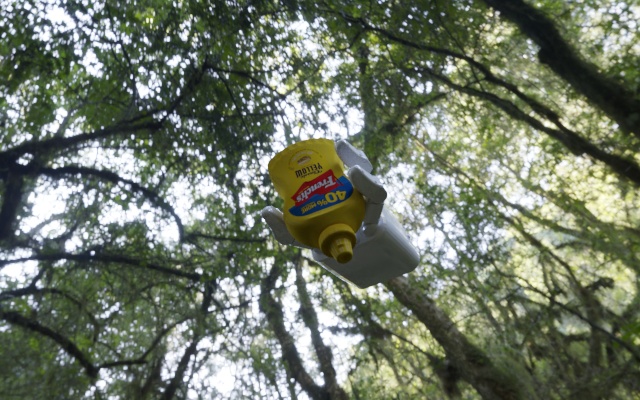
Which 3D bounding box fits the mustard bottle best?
[{"bbox_3d":[0.000,0.001,0.570,0.096,0.058,0.191,-20,43,-3],"label":"mustard bottle"}]
